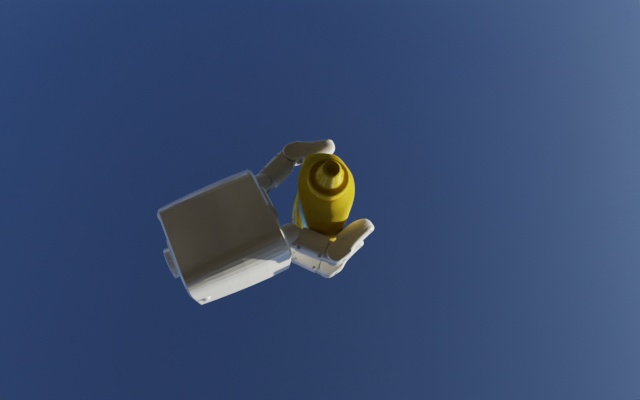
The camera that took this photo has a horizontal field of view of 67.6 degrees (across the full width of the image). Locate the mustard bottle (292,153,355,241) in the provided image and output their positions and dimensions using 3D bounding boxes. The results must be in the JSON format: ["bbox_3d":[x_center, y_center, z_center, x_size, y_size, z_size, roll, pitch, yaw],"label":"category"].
[{"bbox_3d":[0.000,0.002,0.528,0.058,0.096,0.192,0,-19,-6],"label":"mustard bottle"}]
